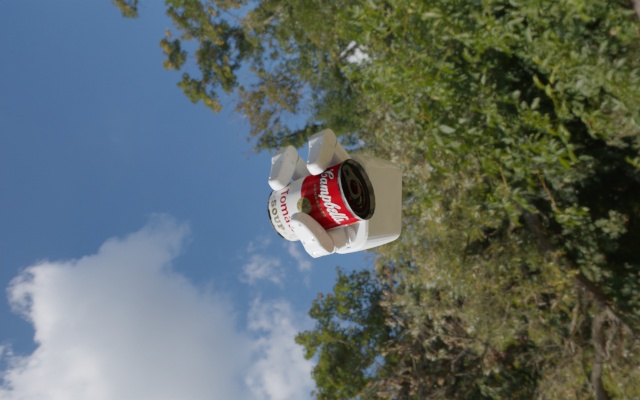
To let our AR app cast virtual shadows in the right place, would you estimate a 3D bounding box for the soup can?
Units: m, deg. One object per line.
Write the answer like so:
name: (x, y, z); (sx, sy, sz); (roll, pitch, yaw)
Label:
soup can: (0.000, 0.002, 0.530); (0.102, 0.068, 0.068); (-19, -11, 33)
